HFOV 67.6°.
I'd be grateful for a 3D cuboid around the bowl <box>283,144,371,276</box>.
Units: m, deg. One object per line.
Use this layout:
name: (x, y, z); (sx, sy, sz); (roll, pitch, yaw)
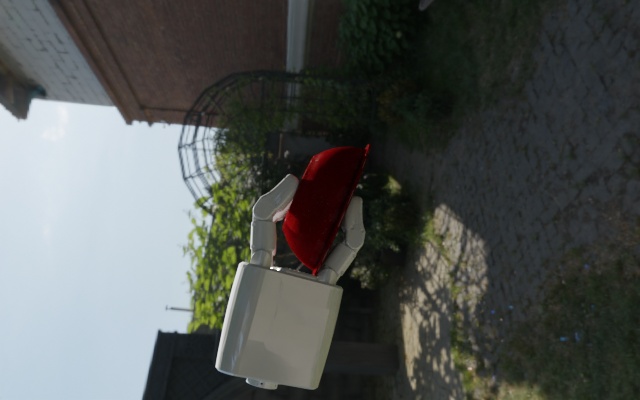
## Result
bowl: (0.000, 0.000, 0.537); (0.055, 0.162, 0.162); (23, 0, 0)
